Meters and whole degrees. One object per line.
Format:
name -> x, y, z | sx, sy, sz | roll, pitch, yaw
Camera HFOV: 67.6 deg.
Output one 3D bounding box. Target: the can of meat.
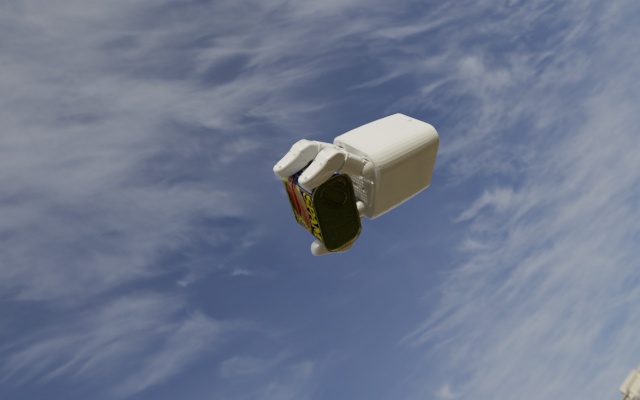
can of meat -> 0.000, 0.002, 0.610 | 0.057, 0.102, 0.084 | -29, 35, -20
